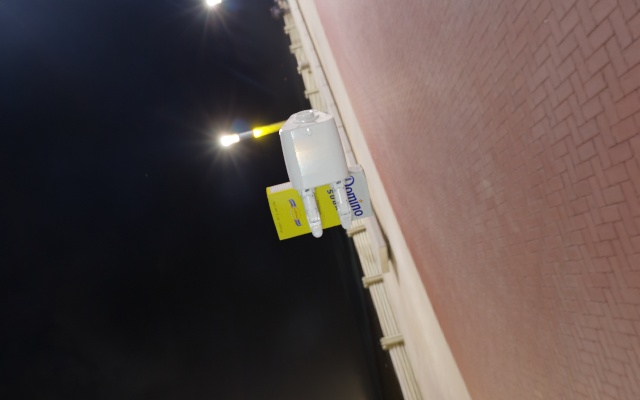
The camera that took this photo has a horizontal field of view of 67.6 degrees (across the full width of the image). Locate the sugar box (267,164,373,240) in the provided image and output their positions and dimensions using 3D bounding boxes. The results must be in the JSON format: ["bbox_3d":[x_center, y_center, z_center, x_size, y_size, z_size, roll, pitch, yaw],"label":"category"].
[{"bbox_3d":[0.000,0.003,0.857,0.176,0.093,0.048,-14,24,0],"label":"sugar box"}]
